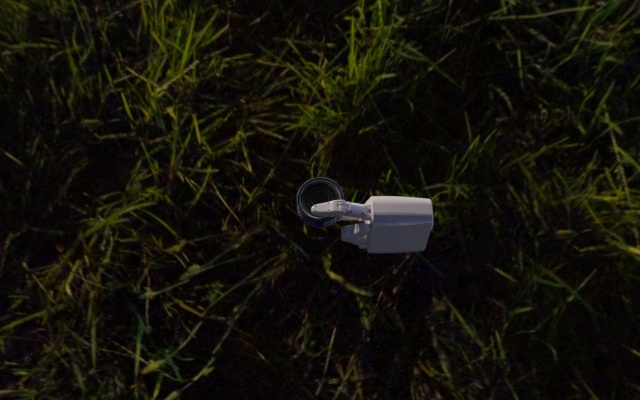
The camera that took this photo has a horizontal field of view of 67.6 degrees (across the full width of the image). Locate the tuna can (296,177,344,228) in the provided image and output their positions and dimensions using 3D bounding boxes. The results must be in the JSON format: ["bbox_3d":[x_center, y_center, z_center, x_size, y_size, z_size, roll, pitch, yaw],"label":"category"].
[{"bbox_3d":[0.000,0.003,0.845,0.086,0.086,0.034,0,-21,3],"label":"tuna can"}]
